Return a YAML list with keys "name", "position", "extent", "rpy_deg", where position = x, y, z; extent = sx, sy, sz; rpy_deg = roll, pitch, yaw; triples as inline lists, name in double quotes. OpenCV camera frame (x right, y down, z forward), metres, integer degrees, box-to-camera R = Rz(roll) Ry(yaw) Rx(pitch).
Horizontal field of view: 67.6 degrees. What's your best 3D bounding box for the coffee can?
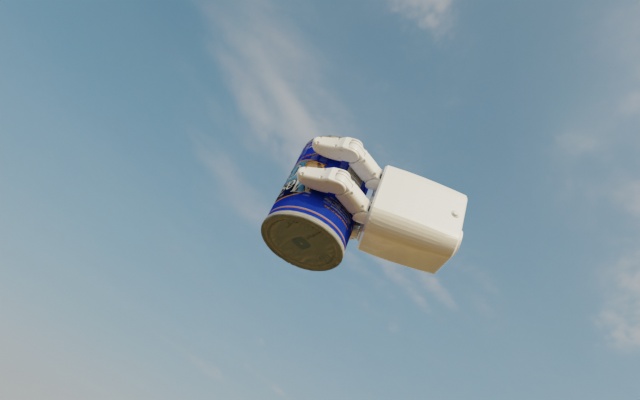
- name: "coffee can"
  position: [0.000, 0.002, 0.598]
  extent: [0.103, 0.140, 0.103]
  rpy_deg: [15, -40, 12]
